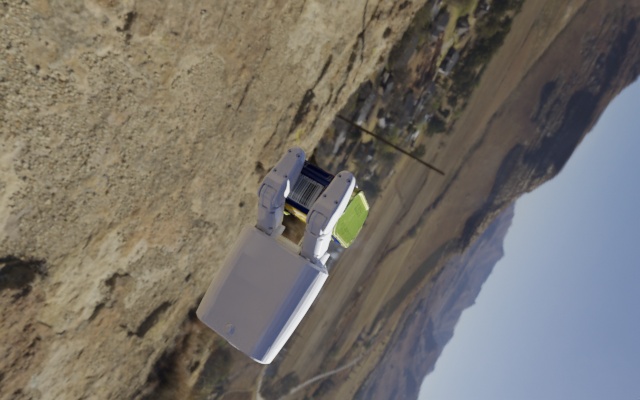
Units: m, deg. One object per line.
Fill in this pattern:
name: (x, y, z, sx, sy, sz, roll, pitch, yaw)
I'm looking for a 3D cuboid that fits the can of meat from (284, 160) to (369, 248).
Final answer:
can of meat: (0.000, 0.002, 0.501, 0.084, 0.057, 0.102, 30, -7, 19)
